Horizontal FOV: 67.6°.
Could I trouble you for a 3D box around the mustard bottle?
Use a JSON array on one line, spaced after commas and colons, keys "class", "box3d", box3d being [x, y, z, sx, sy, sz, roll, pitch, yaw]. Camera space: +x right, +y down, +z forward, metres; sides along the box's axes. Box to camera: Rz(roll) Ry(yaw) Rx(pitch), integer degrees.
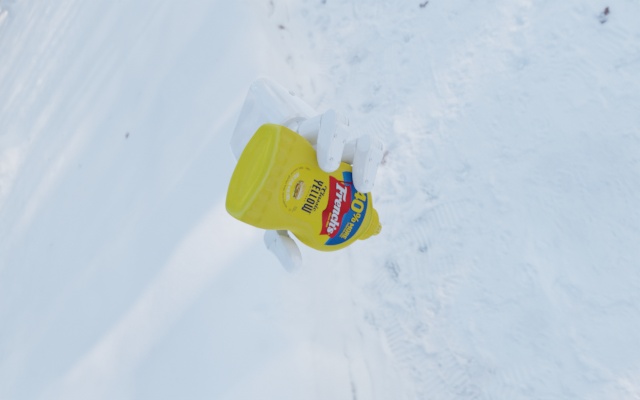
[{"class": "mustard bottle", "box3d": [0.000, 0.002, 0.495, 0.192, 0.096, 0.058, 26, -5, -42]}]
